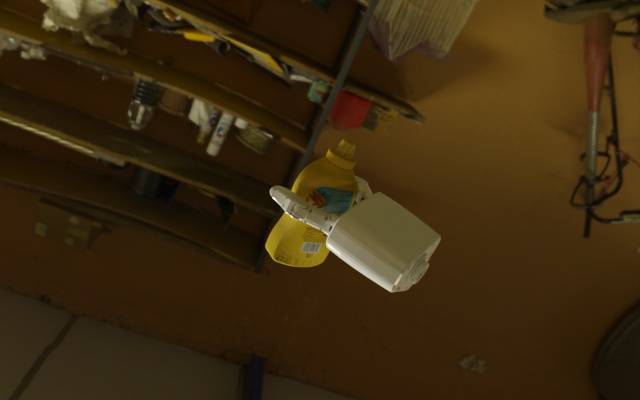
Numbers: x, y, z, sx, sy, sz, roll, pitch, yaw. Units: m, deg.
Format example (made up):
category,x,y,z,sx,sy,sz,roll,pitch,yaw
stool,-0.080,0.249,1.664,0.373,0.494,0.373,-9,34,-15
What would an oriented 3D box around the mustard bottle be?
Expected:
category,x,y,z,sx,sy,sz,roll,pitch,yaw
mustard bottle,0.000,0.002,0.666,0.096,0.192,0.058,9,27,-37
